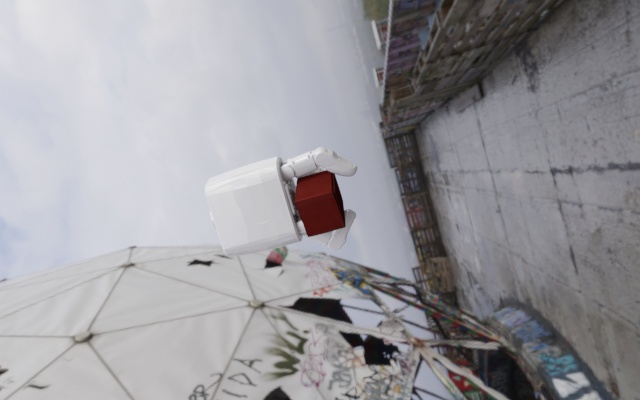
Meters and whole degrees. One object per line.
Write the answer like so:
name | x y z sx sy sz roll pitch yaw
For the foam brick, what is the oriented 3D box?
foam brick | 0.000 0.002 0.617 0.051 0.053 0.078 -15 25 7
